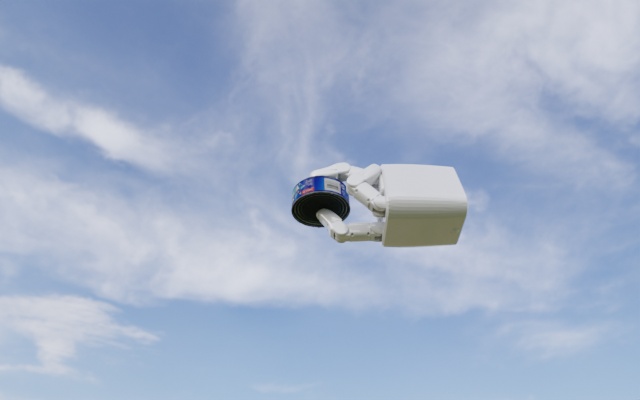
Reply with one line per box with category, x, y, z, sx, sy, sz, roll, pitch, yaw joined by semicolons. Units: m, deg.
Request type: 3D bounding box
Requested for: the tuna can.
tuna can;0.000;0.002;0.701;0.086;0.033;0.086;-1;-38;-1
